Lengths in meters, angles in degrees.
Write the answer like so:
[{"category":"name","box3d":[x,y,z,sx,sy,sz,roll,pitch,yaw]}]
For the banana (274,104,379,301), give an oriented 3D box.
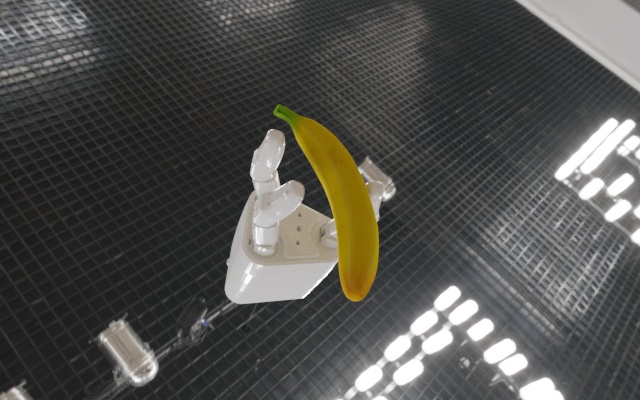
[{"category":"banana","box3d":[0.014,-0.003,0.431,0.069,0.197,0.037,-5,-31,-33]}]
